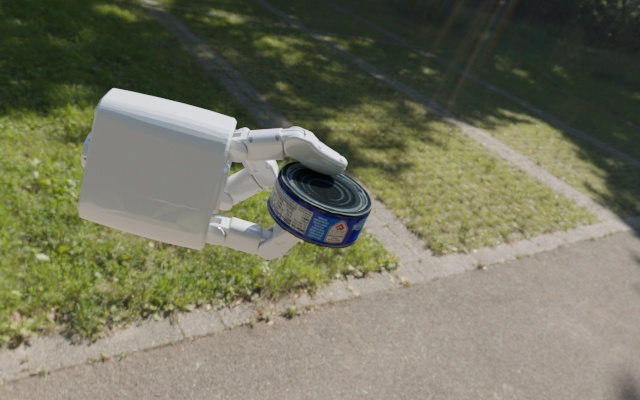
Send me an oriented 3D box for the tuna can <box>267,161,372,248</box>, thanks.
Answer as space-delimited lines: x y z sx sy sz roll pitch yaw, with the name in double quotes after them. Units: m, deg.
0.000 0.001 0.409 0.086 0.034 0.086 19 27 -10 "tuna can"
